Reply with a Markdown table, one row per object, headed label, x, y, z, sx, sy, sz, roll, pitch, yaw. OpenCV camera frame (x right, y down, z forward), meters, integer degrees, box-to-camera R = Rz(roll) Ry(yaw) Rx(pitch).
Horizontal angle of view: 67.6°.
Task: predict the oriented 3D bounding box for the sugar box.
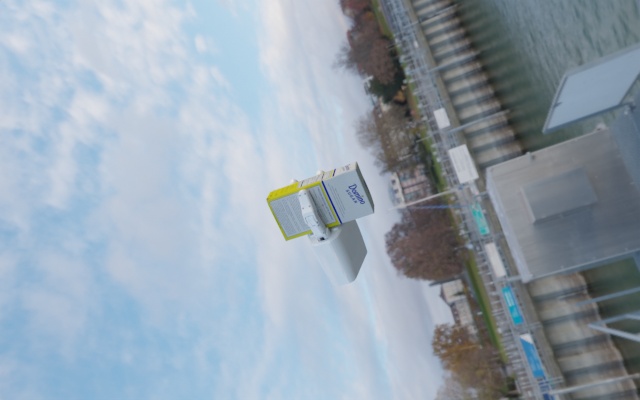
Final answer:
| label | x | y | z | sx | sy | sz | roll | pitch | yaw |
| --- | --- | --- | --- | --- | --- | --- | --- | --- | --- |
| sugar box | 0.000 | 0.003 | 0.861 | 0.176 | 0.093 | 0.048 | -19 | 22 | 14 |
